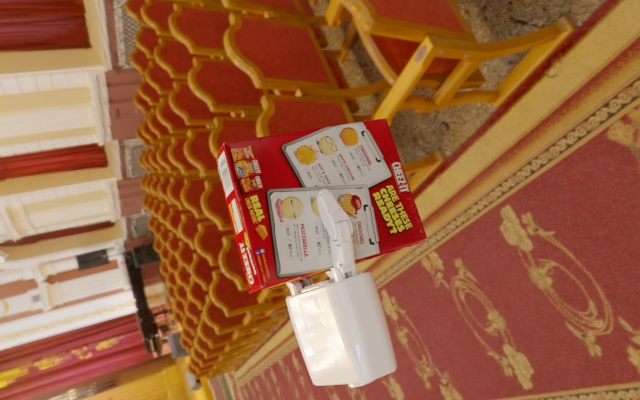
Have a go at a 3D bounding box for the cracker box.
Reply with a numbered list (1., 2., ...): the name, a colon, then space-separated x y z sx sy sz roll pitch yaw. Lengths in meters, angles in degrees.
1. cracker box: 0.000 0.002 0.570 0.213 0.164 0.072 -13 -10 -25
